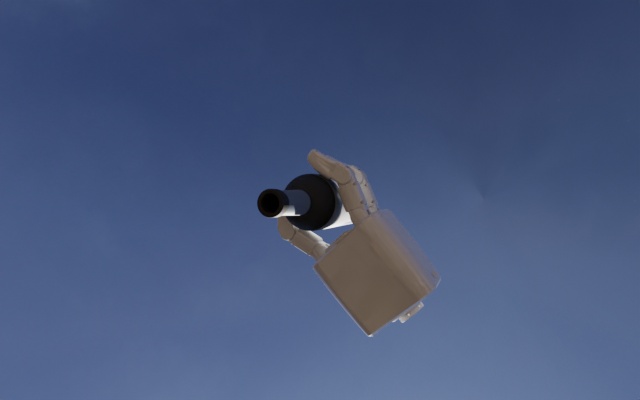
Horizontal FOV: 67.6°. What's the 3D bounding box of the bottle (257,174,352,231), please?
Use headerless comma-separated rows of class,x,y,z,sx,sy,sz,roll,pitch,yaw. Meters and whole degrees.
bottle,0.000,0.002,0.585,0.069,0.069,0.296,0,0,19
